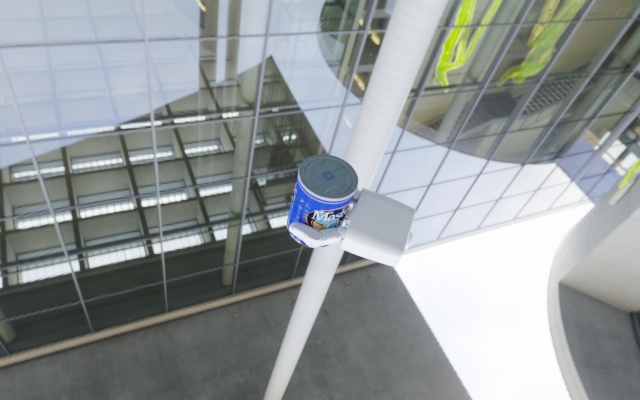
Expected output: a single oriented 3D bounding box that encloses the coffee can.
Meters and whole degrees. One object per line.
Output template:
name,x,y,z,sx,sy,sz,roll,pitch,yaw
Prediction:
coffee can,0.000,0.003,0.849,0.103,0.102,0.140,0,-40,-15
